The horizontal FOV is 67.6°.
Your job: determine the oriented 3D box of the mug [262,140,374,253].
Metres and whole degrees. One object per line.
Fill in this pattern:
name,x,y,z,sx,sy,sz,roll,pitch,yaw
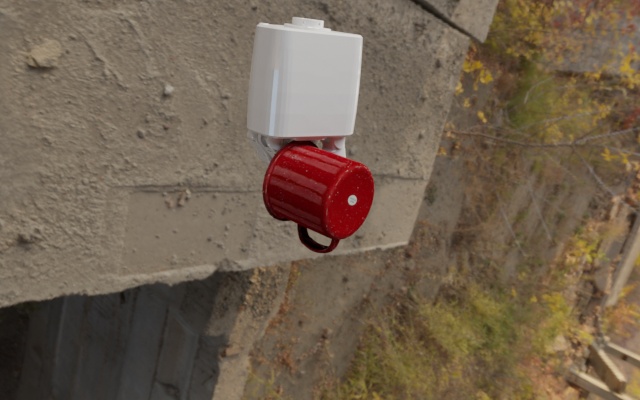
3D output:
mug,0.000,0.003,0.499,0.081,0.117,0.093,22,26,37
